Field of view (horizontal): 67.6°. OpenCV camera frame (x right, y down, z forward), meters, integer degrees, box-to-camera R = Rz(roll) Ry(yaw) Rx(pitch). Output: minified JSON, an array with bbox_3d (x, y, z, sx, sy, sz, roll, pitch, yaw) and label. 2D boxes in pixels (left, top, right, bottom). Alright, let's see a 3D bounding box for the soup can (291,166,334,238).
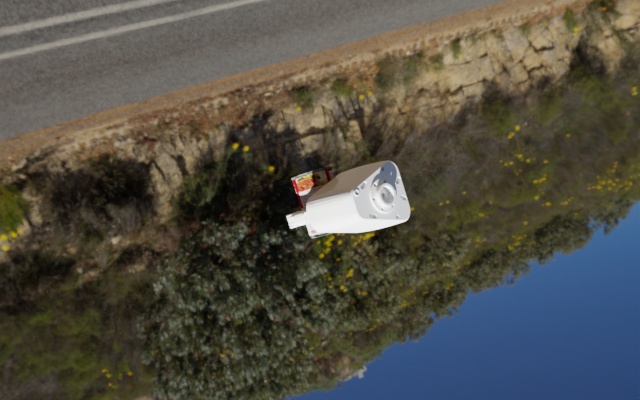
[{"bbox_3d":[0.000,0.003,0.775,0.068,0.102,0.068,-17,1,0],"label":"soup can"}]
